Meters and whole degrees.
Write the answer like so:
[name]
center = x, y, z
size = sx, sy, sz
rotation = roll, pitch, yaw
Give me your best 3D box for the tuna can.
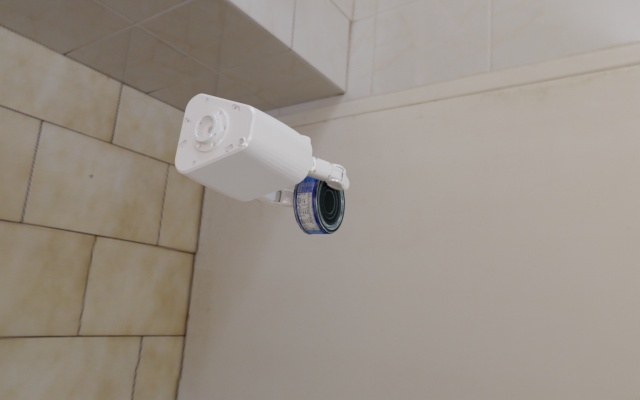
[tuna can]
center = 0.001, 0.002, 0.628
size = 0.034, 0.086, 0.086
rotation = -2, -1, 28
